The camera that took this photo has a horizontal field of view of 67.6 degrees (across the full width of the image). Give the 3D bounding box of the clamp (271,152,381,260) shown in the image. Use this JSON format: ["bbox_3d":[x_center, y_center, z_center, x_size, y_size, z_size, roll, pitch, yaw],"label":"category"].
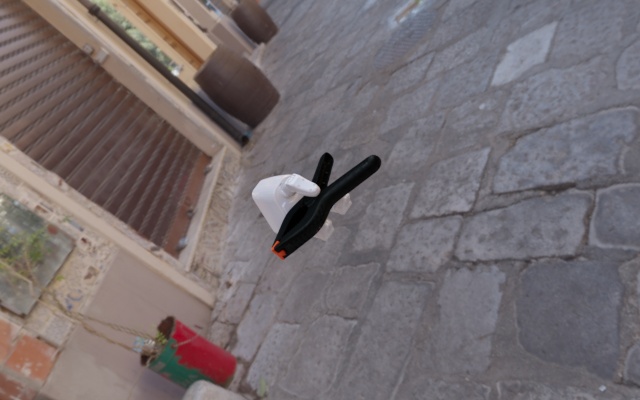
[{"bbox_3d":[-0.001,0.002,0.747,0.036,0.210,0.164,43,-20,-24],"label":"clamp"}]
